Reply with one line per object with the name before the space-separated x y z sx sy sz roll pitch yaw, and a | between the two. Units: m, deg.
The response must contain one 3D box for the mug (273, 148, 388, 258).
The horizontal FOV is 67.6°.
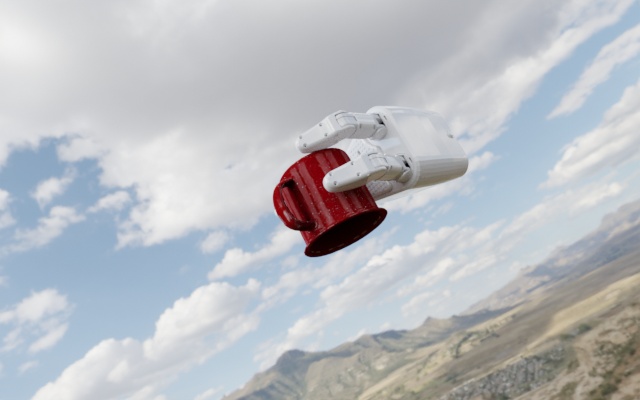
mug | -0.001 0.002 0.481 0.117 0.081 0.093 -7 -29 -43
